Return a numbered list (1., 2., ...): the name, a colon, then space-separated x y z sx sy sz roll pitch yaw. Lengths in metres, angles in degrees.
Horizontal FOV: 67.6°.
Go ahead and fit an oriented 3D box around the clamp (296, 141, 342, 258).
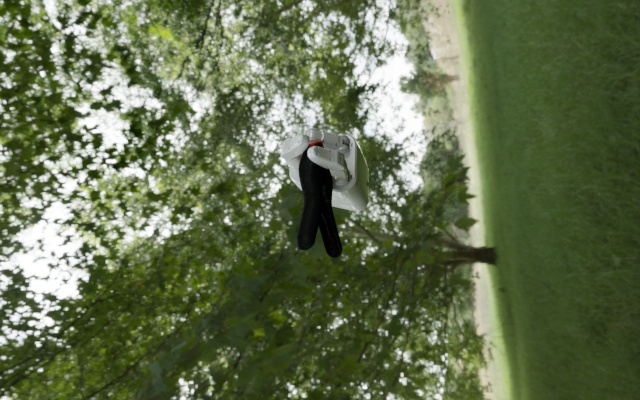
1. clamp: -0.001 0.002 0.691 0.039 0.171 0.120 -5 -22 18
